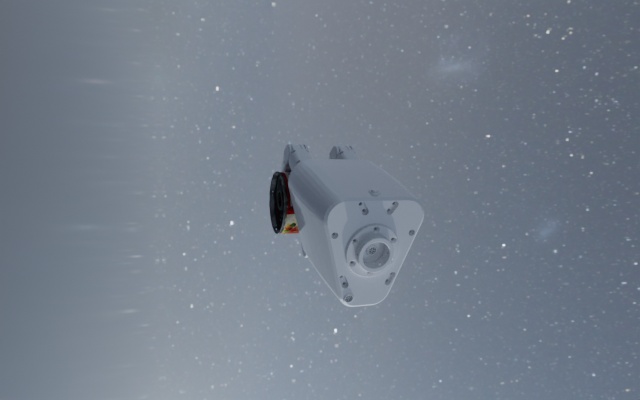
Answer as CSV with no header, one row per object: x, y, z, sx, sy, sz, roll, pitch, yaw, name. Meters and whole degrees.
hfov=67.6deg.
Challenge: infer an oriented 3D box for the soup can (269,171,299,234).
0.000,0.002,0.532,0.102,0.068,0.068,-1,0,-19,soup can
